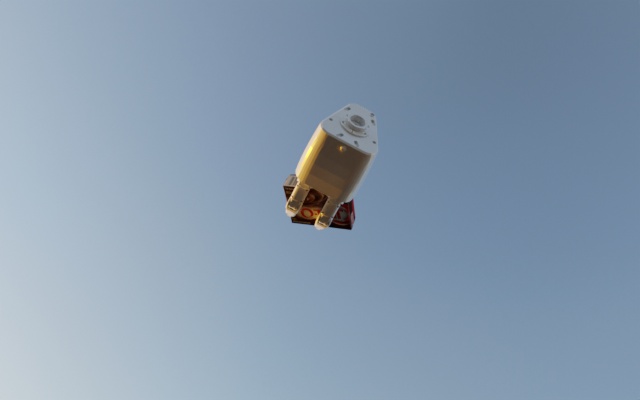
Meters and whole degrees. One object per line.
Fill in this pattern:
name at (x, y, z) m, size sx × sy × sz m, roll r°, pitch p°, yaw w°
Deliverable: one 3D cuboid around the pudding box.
pudding box at (0.000, 0.003, 0.813) m, size 0.113 × 0.090 × 0.039 m, roll 7°, pitch 44°, yaw 19°
